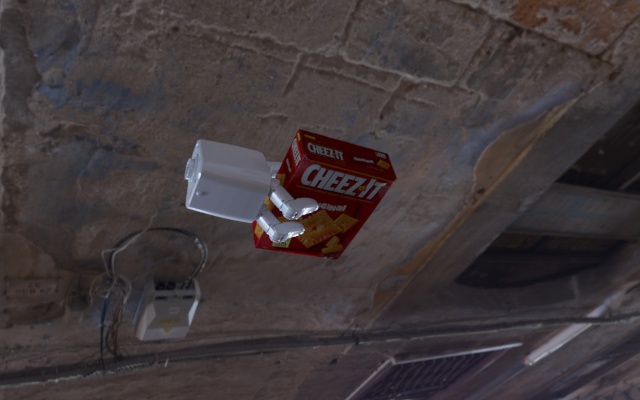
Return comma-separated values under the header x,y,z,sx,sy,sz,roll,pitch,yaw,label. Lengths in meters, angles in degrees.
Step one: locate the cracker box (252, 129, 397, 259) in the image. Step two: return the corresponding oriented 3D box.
x,y,z,sx,sy,sz,roll,pitch,yaw,label
0.000,0.003,0.790,0.164,0.072,0.214,12,-49,-25,cracker box
